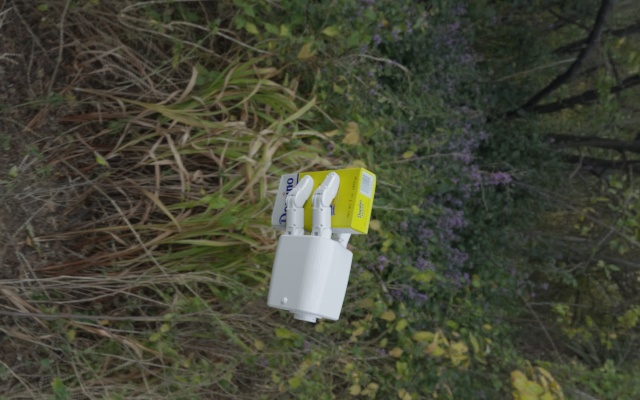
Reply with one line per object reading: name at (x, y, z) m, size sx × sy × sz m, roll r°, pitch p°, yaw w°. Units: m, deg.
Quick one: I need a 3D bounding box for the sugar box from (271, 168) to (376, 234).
sugar box at (0.000, 0.002, 0.748) m, size 0.176 × 0.093 × 0.048 m, roll -2°, pitch -20°, yaw 41°
